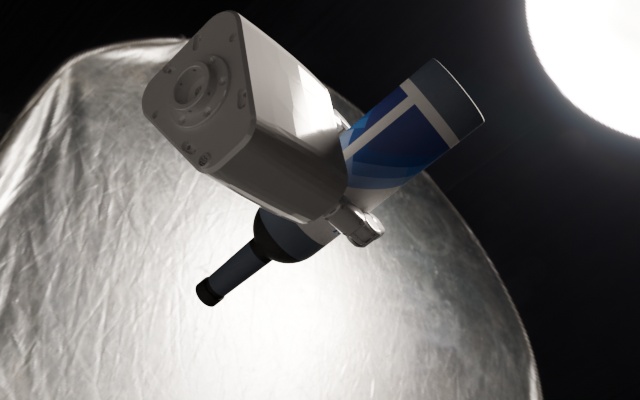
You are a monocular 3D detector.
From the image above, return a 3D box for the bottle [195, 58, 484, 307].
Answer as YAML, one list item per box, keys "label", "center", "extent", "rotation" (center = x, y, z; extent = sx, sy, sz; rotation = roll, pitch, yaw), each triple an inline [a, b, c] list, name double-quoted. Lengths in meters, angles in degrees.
- label: "bottle"
  center: [0.000, 0.001, 0.420]
  extent: [0.296, 0.069, 0.069]
  rotation: [-39, -12, 15]
